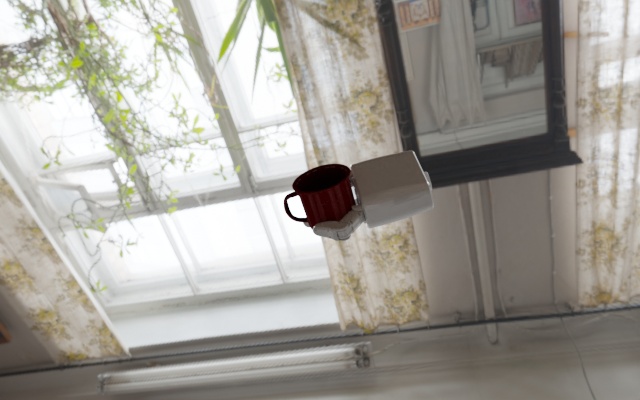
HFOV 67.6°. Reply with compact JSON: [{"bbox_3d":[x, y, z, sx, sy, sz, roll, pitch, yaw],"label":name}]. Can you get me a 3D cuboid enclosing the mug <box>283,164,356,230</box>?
[{"bbox_3d":[-0.001,0.003,0.749,0.117,0.081,0.093,-16,27,4],"label":"mug"}]
